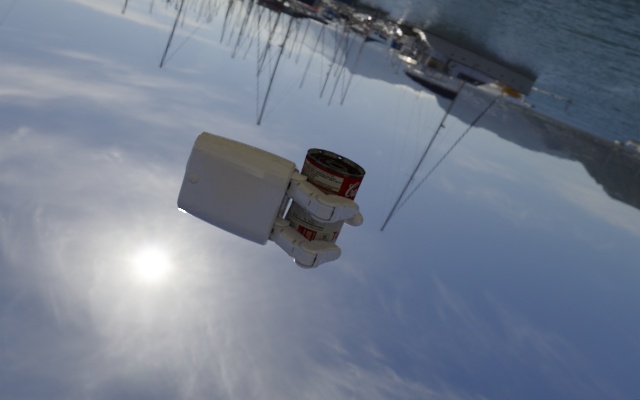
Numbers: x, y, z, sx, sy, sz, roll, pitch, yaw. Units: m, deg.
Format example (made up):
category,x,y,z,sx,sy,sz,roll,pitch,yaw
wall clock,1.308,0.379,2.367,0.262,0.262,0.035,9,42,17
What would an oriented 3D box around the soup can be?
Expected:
category,x,y,z,sx,sy,sz,roll,pitch,yaw
soup can,0.000,0.002,0.536,0.068,0.102,0.068,19,19,-7
